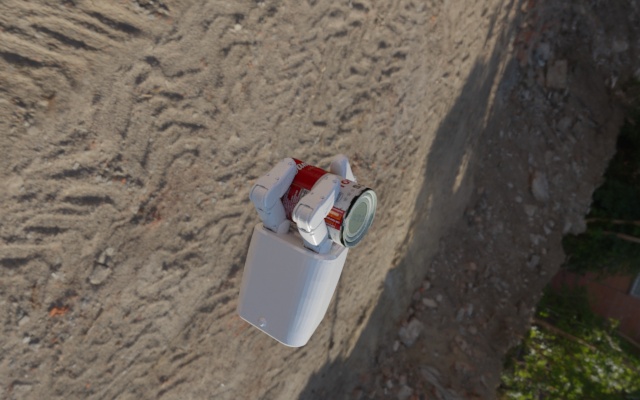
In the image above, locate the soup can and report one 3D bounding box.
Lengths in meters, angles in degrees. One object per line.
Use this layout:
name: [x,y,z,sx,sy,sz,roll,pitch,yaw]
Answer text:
soup can: [0.001,0.001,0.511,0.102,0.068,0.068,23,11,28]
